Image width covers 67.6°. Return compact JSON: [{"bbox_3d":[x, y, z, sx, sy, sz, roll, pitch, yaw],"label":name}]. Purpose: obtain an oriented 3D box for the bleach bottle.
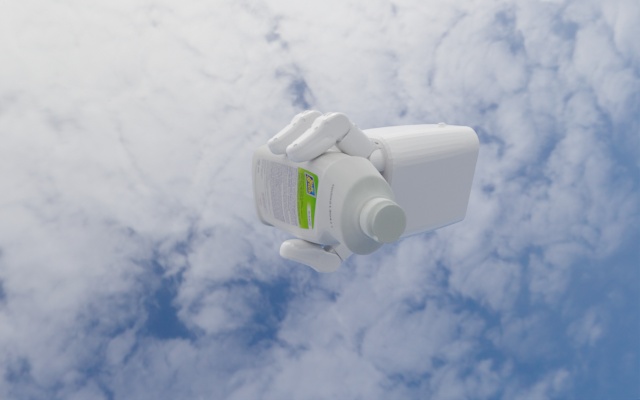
[{"bbox_3d":[0.000,0.001,0.453,0.068,0.102,0.250,-10,15,-22],"label":"bleach bottle"}]
